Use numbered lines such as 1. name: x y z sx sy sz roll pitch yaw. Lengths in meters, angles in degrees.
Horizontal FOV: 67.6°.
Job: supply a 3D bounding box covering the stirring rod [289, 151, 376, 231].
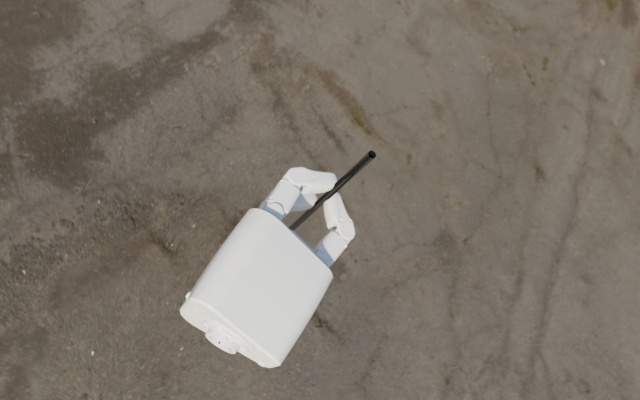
1. stirring rod: 0.000 0.002 0.541 0.011 0.011 0.240 0 -22 -25
